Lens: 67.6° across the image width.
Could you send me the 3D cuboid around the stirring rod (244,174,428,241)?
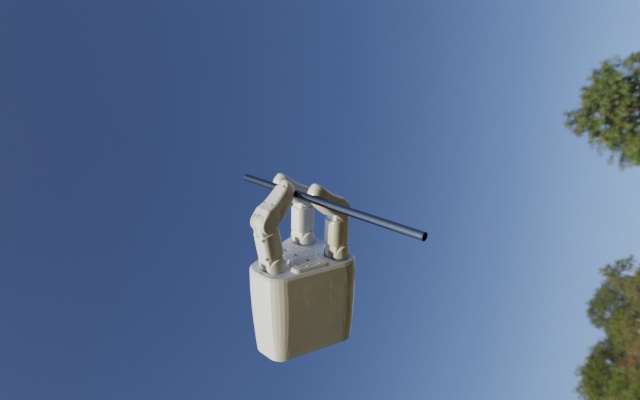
[{"bbox_3d":[0.000,0.002,0.471,0.239,0.011,0.011,18,12,42],"label":"stirring rod"}]
